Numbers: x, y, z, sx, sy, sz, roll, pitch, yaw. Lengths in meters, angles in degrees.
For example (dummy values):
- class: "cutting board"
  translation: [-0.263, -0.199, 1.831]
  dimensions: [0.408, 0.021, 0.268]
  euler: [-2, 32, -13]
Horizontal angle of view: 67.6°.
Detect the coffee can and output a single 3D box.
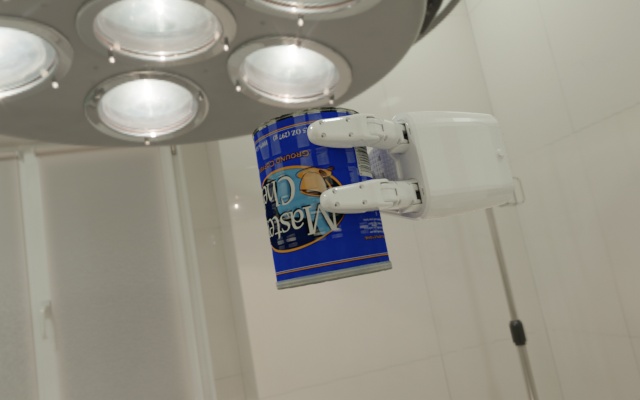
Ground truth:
- class: "coffee can"
  translation: [0.000, 0.002, 0.429]
  dimensions: [0.103, 0.140, 0.103]
  euler: [-10, -9, -2]
